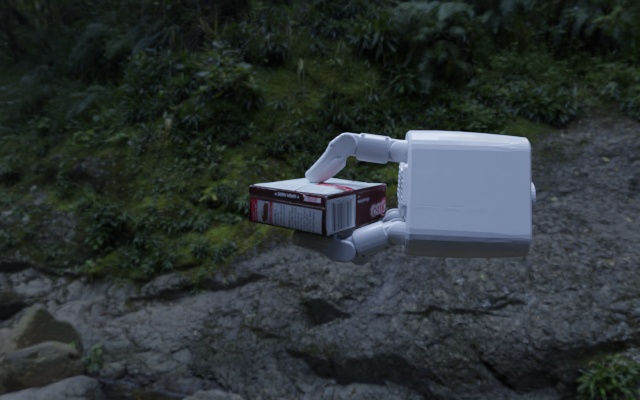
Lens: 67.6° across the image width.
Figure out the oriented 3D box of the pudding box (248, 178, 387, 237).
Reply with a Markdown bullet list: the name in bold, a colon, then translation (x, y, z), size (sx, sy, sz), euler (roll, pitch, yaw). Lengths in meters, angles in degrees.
- **pudding box**: translation (0.000, 0.001, 0.463), size (0.090, 0.039, 0.113), euler (7, 10, 33)
